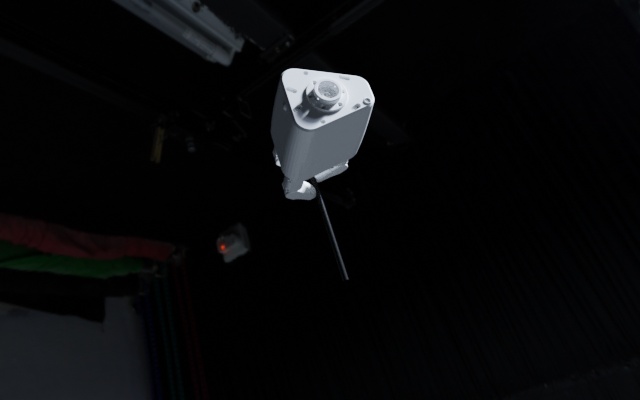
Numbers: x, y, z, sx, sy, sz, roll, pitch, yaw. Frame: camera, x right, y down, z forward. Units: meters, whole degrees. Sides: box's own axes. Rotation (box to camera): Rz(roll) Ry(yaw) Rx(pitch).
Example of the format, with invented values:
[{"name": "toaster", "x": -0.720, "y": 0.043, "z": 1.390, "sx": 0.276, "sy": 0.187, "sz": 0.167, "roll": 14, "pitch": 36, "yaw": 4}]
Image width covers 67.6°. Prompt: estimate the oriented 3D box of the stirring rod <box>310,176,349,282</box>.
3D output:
[{"name": "stirring rod", "x": 0.000, "y": 0.002, "z": 0.685, "sx": 0.011, "sy": 0.239, "sz": 0.011, "roll": -15, "pitch": -24, "yaw": -7}]
